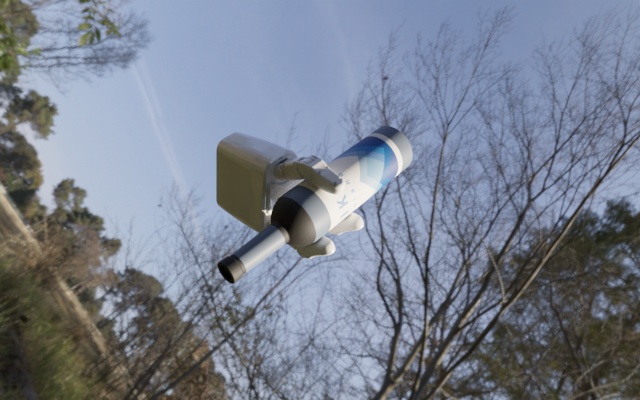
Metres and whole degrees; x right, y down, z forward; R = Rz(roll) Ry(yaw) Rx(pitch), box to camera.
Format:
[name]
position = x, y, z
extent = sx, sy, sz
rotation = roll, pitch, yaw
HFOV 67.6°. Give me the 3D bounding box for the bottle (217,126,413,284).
[bottle]
position = 0.000, 0.002, 0.575
extent = 0.295, 0.069, 0.069
rotation = -37, 22, -33
